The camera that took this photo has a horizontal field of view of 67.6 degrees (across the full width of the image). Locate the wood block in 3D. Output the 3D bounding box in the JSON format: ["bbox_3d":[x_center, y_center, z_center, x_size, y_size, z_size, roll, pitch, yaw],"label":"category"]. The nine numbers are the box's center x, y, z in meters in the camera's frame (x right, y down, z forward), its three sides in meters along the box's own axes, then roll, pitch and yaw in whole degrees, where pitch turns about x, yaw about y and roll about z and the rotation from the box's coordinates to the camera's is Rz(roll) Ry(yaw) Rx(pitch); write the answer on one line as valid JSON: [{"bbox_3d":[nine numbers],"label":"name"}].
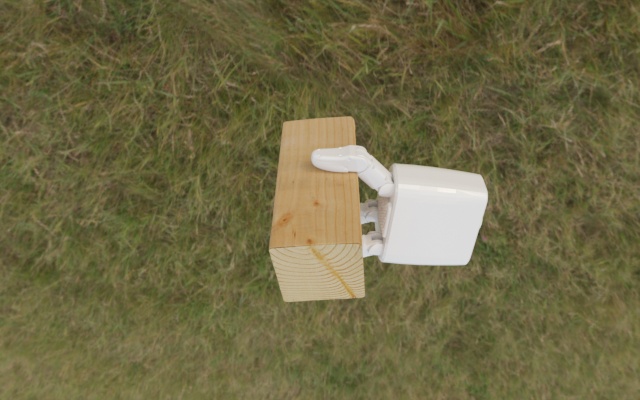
[{"bbox_3d":[0.000,0.002,0.548,0.090,0.091,0.206,-4,44,4],"label":"wood block"}]
